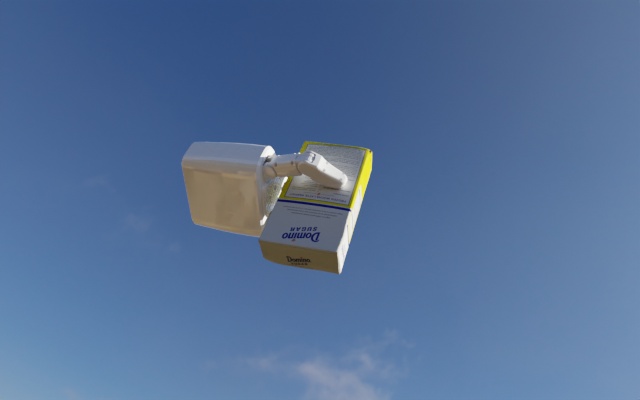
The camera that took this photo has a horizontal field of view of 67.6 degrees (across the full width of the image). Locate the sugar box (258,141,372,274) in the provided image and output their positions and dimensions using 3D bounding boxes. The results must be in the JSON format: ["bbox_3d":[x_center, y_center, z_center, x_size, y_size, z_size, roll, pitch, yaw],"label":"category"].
[{"bbox_3d":[0.000,0.002,0.577,0.093,0.176,0.048,8,-41,15],"label":"sugar box"}]
